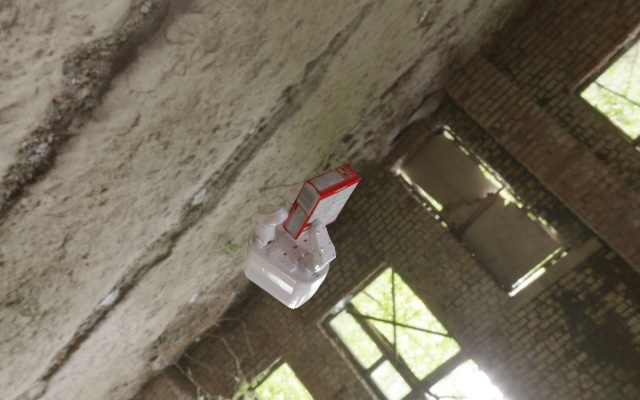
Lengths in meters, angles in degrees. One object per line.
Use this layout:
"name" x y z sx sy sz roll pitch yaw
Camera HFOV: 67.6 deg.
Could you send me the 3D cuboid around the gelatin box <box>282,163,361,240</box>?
"gelatin box" 0.001 0.002 0.583 0.073 0.030 0.089 -25 -24 -41
